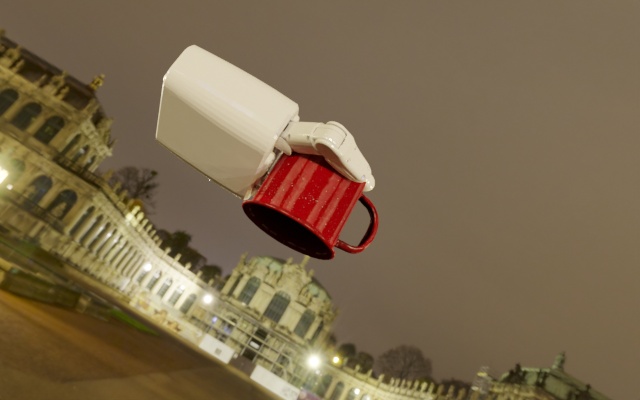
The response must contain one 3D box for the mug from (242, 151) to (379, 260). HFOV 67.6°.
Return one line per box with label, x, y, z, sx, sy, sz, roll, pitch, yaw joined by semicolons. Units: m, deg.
mug;0.001;0.002;0.433;0.117;0.081;0.093;30;-20;-1
